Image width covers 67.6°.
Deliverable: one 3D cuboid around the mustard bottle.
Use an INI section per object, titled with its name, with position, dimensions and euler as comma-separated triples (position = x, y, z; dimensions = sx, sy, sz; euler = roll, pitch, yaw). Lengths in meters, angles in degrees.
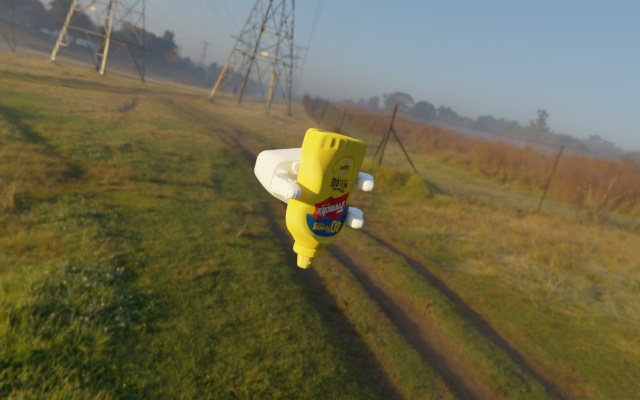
[mustard bottle]
position = 0.000, 0.002, 0.662
dimensions = 0.058, 0.191, 0.096
euler = 24, 13, 41
